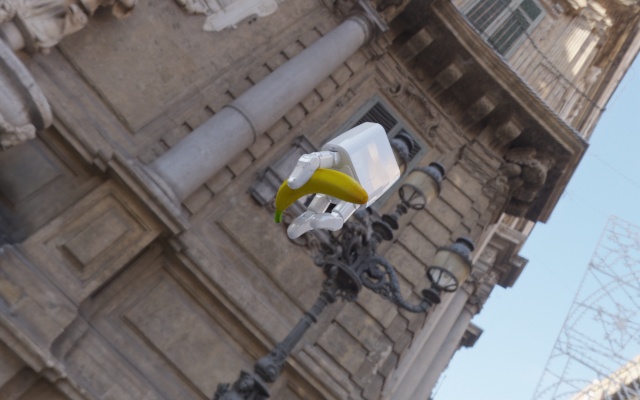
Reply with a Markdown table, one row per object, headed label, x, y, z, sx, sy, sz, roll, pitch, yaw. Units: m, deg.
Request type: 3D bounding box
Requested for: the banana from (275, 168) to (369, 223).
| label | x | y | z | sx | sy | sz | roll | pitch | yaw |
| --- | --- | --- | --- | --- | --- | --- | --- | --- | --- |
| banana | -0.008 | -0.015 | 0.712 | 0.037 | 0.069 | 0.198 | -23 | 6 | -43 |
